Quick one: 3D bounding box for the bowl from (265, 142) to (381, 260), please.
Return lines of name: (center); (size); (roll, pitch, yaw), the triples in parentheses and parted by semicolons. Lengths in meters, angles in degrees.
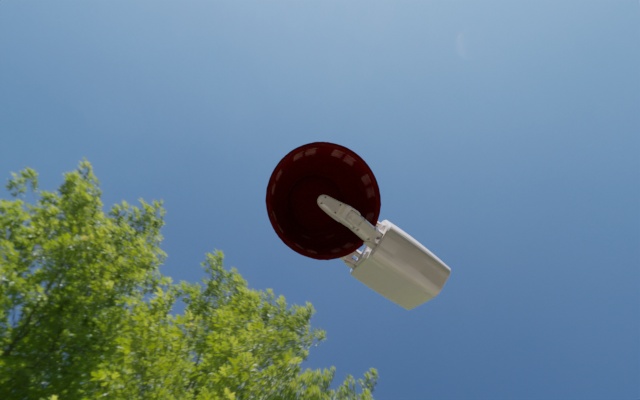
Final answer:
bowl: (-0.001, 0.001, 0.671); (0.162, 0.162, 0.055); (0, -6, -14)
